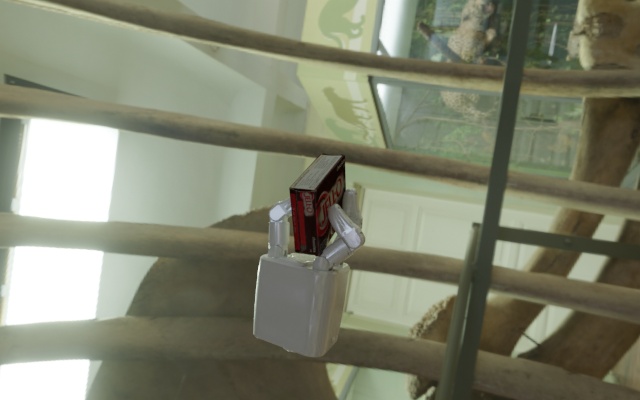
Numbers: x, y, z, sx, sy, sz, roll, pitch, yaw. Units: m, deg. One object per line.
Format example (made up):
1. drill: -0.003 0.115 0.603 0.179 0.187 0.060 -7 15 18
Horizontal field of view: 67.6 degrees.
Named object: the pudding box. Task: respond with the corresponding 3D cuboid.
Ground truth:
1. pudding box: 0.000 0.002 0.599 0.039 0.090 0.113 7 30 17
